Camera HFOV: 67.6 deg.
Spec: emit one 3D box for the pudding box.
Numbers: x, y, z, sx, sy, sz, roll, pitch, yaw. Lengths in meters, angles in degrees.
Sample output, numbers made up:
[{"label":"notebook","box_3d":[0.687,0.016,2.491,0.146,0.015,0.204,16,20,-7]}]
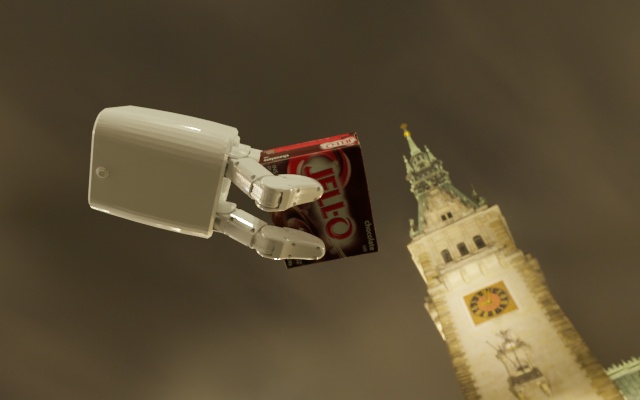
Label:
[{"label":"pudding box","box_3d":[0.000,0.001,0.437,0.090,0.114,0.039,-11,30,5]}]
